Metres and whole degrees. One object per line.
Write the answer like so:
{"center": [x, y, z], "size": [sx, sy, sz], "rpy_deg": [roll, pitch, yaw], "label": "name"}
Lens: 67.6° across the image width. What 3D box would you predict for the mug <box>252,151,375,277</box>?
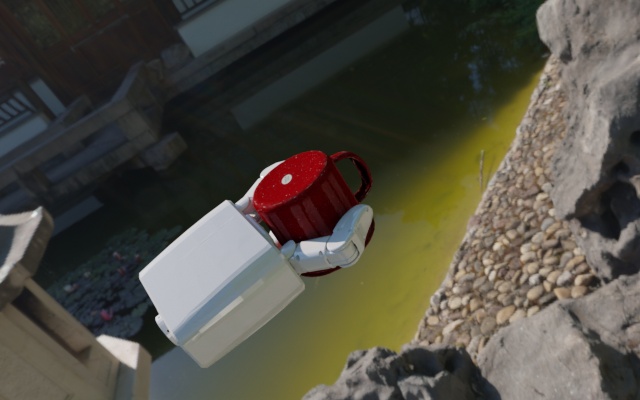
{"center": [0.001, 0.000, 0.442], "size": [0.117, 0.081, 0.093], "rpy_deg": [-40, 30, -13], "label": "mug"}
